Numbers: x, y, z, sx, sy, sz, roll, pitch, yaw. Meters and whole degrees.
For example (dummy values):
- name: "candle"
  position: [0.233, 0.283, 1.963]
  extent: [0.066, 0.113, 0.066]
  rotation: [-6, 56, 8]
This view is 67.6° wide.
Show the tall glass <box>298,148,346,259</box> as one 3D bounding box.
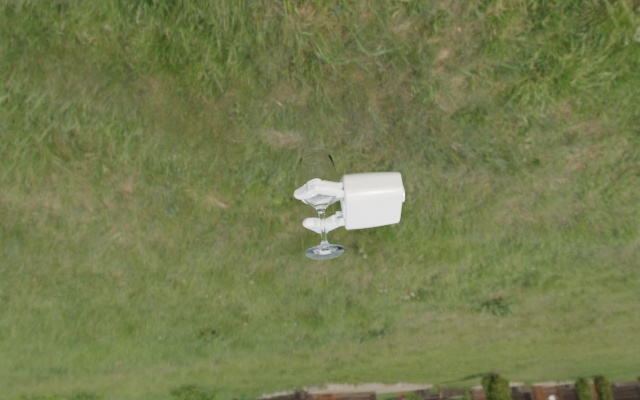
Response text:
- name: "tall glass"
  position: [0.000, 0.004, 0.894]
  extent: [0.079, 0.201, 0.079]
  rotation: [-5, -24, -2]
